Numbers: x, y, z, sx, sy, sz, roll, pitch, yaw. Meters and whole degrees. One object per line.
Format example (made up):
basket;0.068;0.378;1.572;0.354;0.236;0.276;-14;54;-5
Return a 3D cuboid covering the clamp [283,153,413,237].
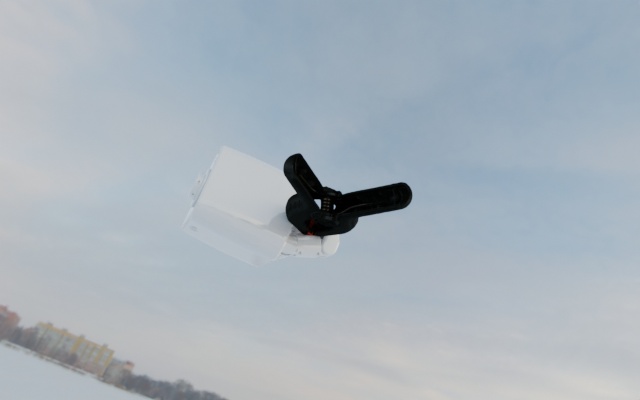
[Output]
clamp;0.000;0.001;0.486;0.120;0.039;0.171;24;-27;-16
